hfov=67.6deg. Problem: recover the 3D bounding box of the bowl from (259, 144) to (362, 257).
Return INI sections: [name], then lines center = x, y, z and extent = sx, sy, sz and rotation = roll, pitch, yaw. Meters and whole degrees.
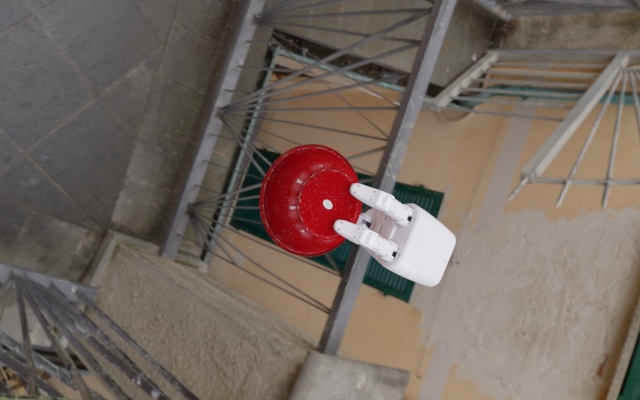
[bowl]
center = -0.001, 0.002, 0.658
extent = 0.162, 0.162, 0.055
rotation = 0, 4, -27
